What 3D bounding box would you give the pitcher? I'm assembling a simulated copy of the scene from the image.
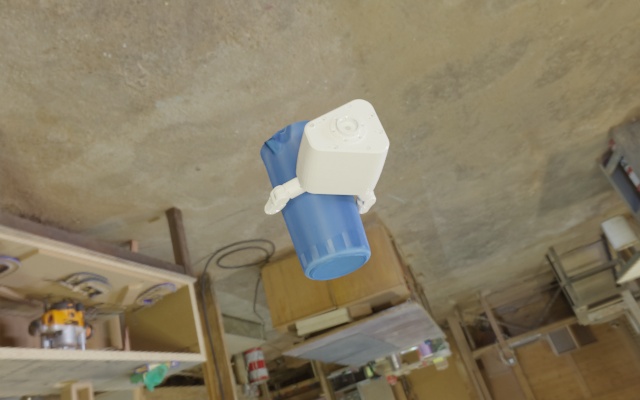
[{"bbox_3d":[0.000,0.002,0.788,0.149,0.242,0.145,-11,-27,-15],"label":"pitcher"}]
